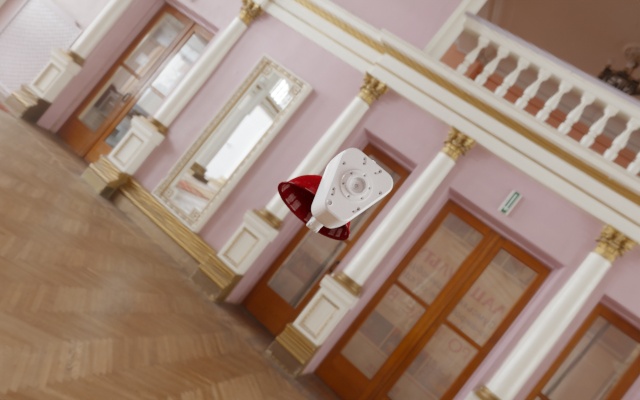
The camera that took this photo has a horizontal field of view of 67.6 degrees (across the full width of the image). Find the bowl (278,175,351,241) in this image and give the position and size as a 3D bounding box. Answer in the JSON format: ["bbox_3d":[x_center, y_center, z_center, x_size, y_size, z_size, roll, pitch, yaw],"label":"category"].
[{"bbox_3d":[0.000,0.003,0.888,0.162,0.055,0.162,32,-23,15],"label":"bowl"}]
